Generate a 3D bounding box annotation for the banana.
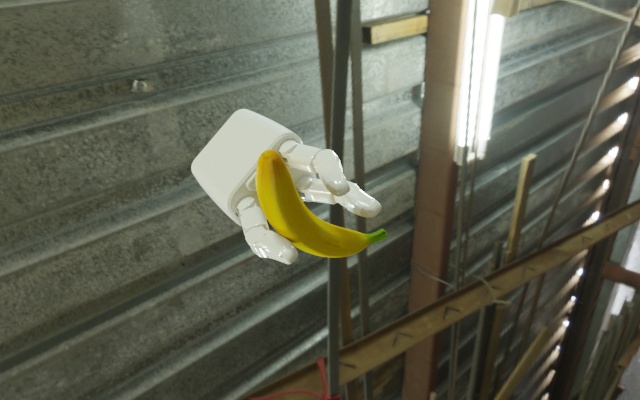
[{"bbox_3d":[-0.010,0.017,0.476,0.198,0.069,0.037,33,10,-46],"label":"banana"}]
